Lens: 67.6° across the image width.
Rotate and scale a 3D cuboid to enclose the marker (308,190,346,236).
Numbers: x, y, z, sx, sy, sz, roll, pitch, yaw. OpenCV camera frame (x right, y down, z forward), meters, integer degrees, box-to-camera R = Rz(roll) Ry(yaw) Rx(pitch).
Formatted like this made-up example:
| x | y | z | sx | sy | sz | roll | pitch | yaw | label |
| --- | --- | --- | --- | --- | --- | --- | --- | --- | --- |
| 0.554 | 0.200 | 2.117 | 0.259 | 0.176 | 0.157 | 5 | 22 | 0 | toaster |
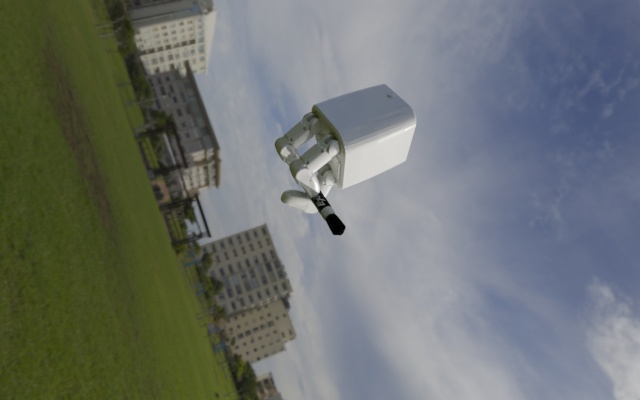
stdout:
| x | y | z | sx | sy | sz | roll | pitch | yaw | label |
| --- | --- | --- | --- | --- | --- | --- | --- | --- | --- |
| 0.000 | 0.002 | 0.621 | 0.020 | 0.020 | 0.121 | 0 | 38 | -32 | marker |
